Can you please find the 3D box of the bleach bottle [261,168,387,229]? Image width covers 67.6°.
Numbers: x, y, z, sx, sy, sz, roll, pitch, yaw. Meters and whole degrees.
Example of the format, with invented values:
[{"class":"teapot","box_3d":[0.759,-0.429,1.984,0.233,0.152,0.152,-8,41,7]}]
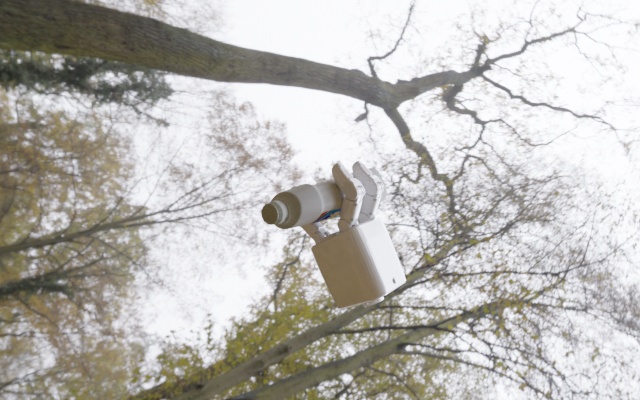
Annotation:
[{"class":"bleach bottle","box_3d":[0.000,0.002,0.715,0.102,0.068,0.251,-26,-7,36]}]
